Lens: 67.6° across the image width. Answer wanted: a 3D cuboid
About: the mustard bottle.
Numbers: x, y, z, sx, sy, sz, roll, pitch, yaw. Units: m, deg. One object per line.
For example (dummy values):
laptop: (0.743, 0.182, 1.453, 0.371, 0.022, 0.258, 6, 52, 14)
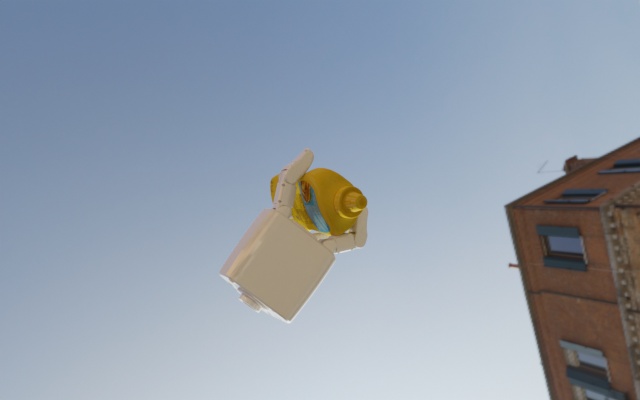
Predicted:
mustard bottle: (0.000, 0.002, 0.664, 0.058, 0.096, 0.191, -29, 15, -28)
